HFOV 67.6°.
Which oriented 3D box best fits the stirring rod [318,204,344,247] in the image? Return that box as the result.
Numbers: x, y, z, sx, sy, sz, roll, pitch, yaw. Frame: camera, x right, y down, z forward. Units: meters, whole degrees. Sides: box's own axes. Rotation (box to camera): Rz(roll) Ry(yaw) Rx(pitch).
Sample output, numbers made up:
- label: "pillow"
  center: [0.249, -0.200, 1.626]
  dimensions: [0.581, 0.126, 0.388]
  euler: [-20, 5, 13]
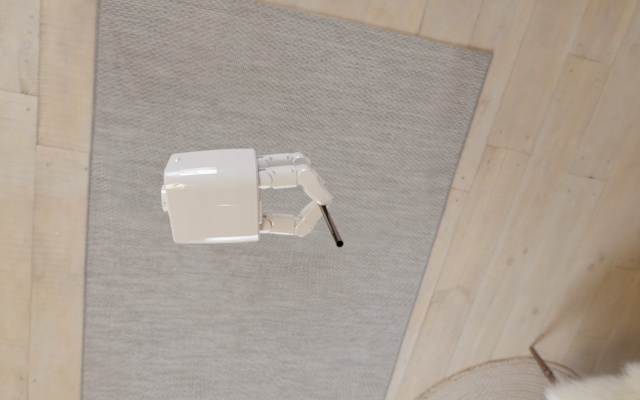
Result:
- label: "stirring rod"
  center: [0.000, 0.002, 0.603]
  dimensions: [0.011, 0.011, 0.239]
  euler: [0, 21, -10]
